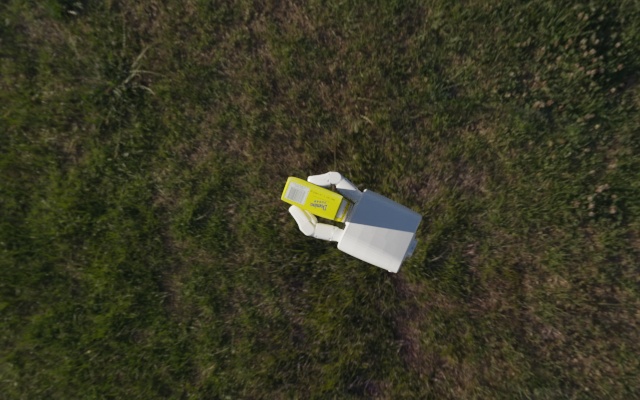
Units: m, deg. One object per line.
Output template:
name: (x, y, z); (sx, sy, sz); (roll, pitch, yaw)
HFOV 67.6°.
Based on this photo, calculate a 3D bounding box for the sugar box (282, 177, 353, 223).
sugar box: (0.000, 0.003, 0.819); (0.093, 0.048, 0.176); (22, -3, 11)
